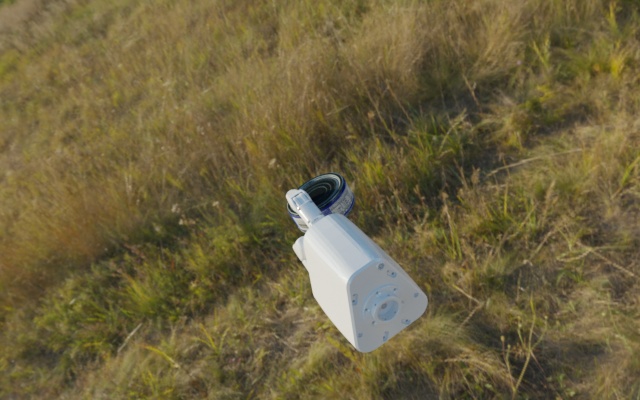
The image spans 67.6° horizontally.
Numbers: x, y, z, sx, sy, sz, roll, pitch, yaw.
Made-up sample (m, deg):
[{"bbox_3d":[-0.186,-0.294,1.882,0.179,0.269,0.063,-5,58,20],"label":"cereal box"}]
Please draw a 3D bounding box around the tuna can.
[{"bbox_3d":[0.000,0.002,0.624,0.086,0.034,0.086,-24,30,15],"label":"tuna can"}]
